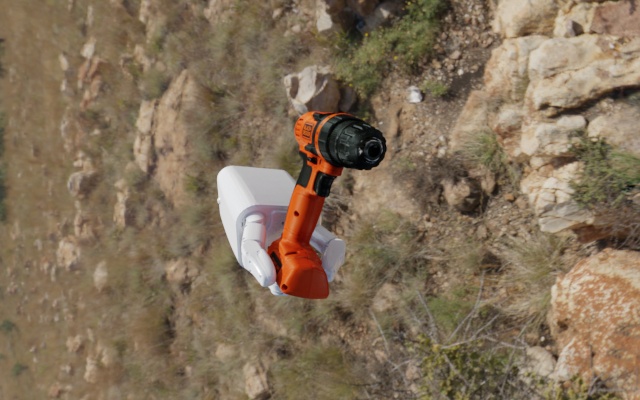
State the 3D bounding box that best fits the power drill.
[{"bbox_3d":[0.000,0.002,0.494,0.057,0.188,0.184,13,9,-19],"label":"power drill"}]
